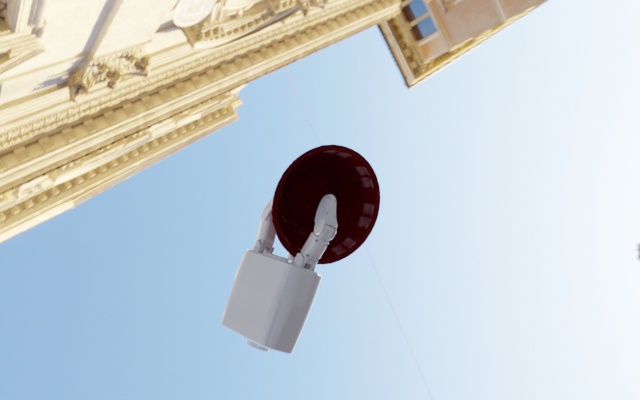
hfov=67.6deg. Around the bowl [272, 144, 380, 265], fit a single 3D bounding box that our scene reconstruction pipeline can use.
[{"bbox_3d":[0.001,0.001,0.649,0.162,0.162,0.055,0,12,-28],"label":"bowl"}]
